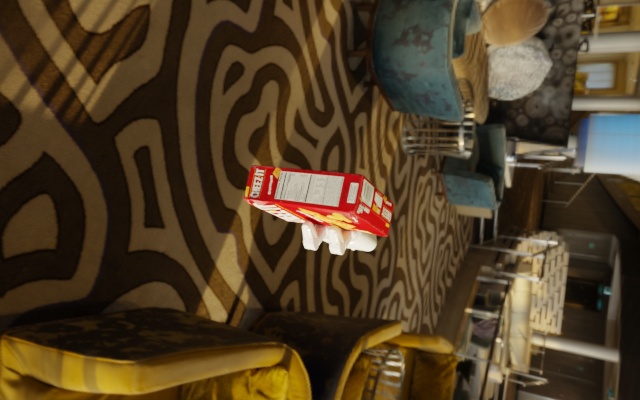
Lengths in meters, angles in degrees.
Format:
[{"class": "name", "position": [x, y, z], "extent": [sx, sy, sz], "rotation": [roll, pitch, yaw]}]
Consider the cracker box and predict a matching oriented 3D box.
[{"class": "cracker box", "position": [0.000, 0.003, 0.836], "extent": [0.213, 0.072, 0.164], "rotation": [6, -13, 28]}]
